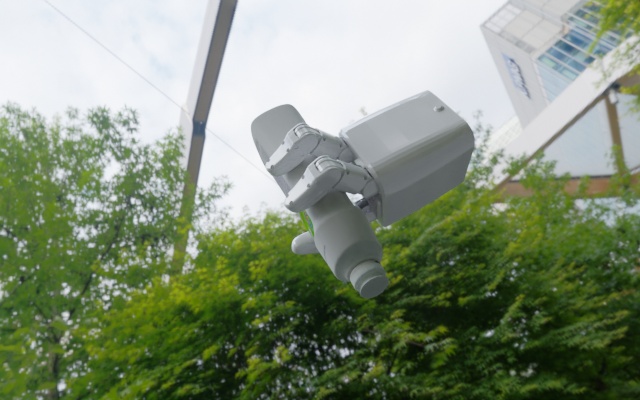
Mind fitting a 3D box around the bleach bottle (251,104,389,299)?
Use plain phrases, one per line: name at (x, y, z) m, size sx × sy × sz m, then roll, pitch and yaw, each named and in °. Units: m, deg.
bleach bottle at (0.000, 0.002, 0.501) m, size 0.068 × 0.250 × 0.103 m, roll -27°, pitch -42°, yaw -5°
